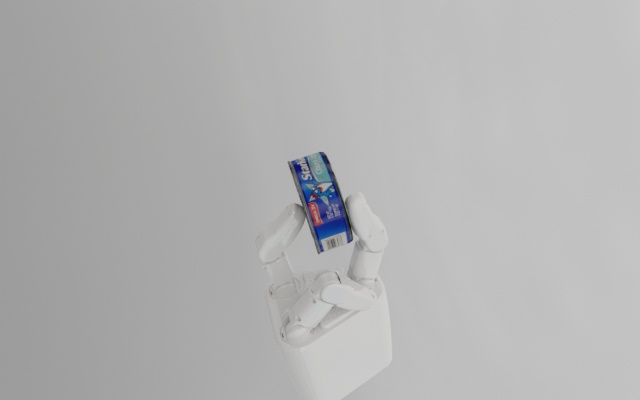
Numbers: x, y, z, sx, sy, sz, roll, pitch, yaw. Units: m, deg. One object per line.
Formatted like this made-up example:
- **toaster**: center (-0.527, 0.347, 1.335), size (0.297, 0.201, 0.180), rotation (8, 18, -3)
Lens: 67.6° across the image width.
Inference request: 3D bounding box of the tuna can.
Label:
- **tuna can**: center (0.001, 0.001, 0.419), size (0.034, 0.086, 0.086), rotation (-18, 1, -2)
